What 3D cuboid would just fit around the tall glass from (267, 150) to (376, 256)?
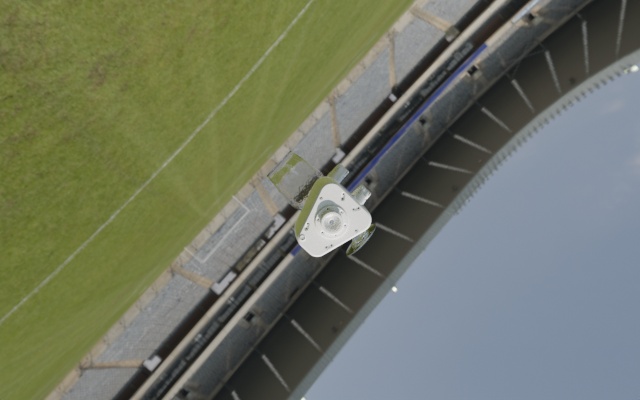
[{"bbox_3d":[0.001,0.003,0.837,0.201,0.079,0.079,43,-6,-6],"label":"tall glass"}]
